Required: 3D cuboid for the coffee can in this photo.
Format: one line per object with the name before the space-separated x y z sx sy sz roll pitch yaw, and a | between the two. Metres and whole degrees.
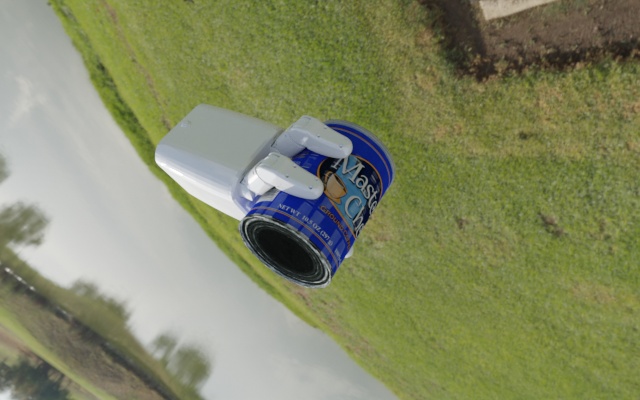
coffee can | 0.000 0.002 0.481 0.103 0.103 0.140 0 44 44
